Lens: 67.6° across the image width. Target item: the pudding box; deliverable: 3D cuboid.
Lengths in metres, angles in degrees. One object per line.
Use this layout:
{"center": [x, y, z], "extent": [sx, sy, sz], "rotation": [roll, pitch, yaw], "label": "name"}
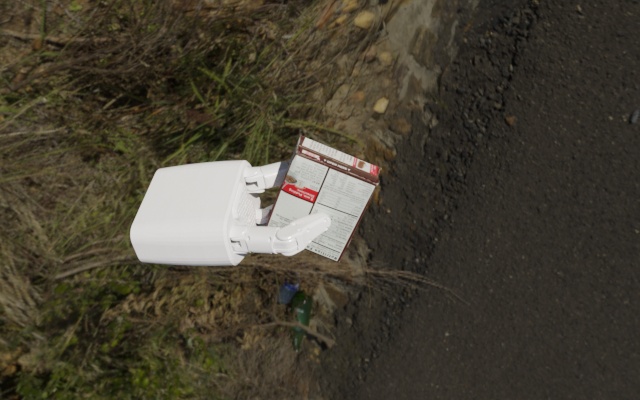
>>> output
{"center": [0.000, 0.002, 0.497], "extent": [0.090, 0.114, 0.039], "rotation": [21, 35, -4], "label": "pudding box"}
